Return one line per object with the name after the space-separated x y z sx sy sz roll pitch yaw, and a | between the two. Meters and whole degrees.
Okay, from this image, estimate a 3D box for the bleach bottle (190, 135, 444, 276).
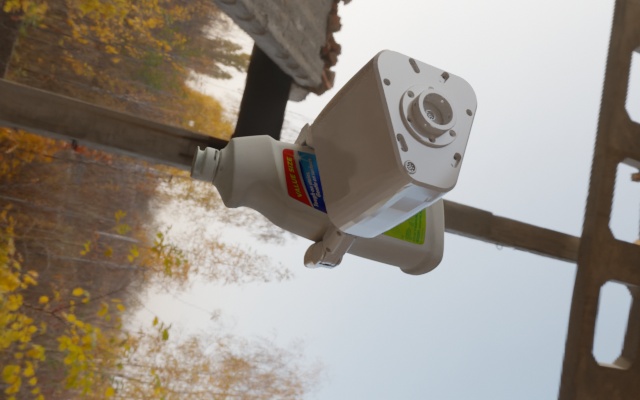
0.000 0.001 0.467 0.251 0.102 0.068 14 -24 -20 | bleach bottle
